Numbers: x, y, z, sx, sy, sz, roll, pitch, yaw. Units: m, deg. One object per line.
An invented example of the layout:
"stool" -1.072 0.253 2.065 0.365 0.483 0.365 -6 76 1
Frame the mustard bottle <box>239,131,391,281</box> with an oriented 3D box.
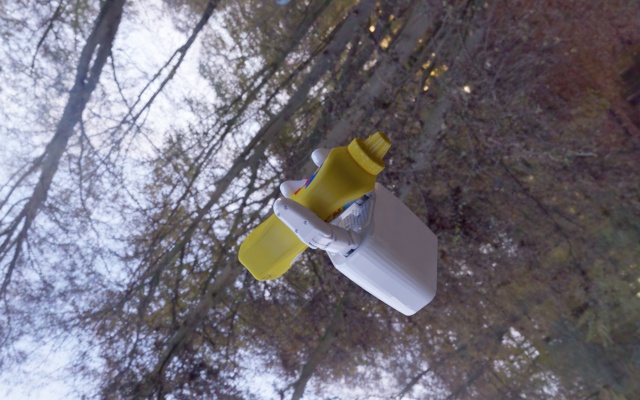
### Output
"mustard bottle" 0.000 0.002 0.498 0.192 0.058 0.096 -44 -4 21
